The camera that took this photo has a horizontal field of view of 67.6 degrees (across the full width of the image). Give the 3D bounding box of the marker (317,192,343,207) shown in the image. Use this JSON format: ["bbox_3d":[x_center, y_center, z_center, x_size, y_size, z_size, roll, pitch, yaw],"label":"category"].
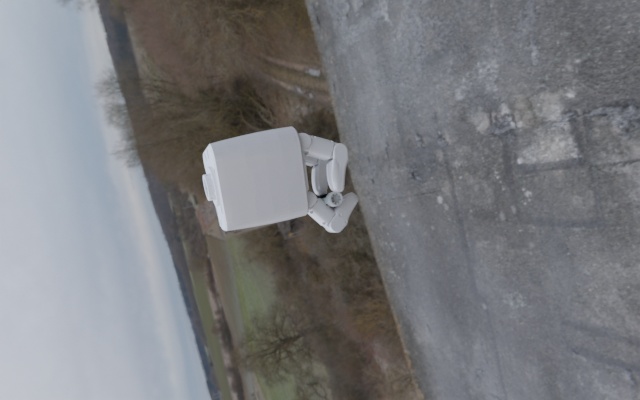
[{"bbox_3d":[0.000,0.002,0.650,0.020,0.020,0.121,0,-4,-19],"label":"marker"}]
